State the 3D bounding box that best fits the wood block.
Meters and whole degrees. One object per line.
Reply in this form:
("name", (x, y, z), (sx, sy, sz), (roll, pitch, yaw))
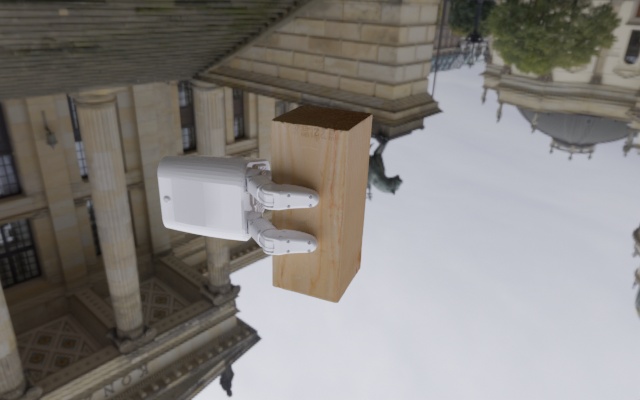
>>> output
("wood block", (0.000, 0.002, 0.565), (0.090, 0.206, 0.090), (11, 25, 19))
